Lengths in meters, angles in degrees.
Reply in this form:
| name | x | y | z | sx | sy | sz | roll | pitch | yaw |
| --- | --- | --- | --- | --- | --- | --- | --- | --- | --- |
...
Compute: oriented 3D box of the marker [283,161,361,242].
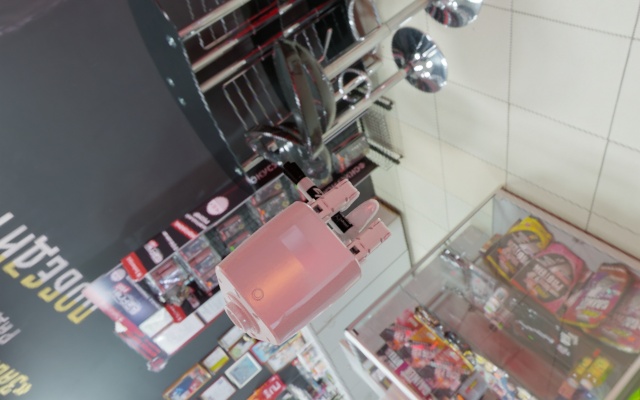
| name | x | y | z | sx | sy | sz | roll | pitch | yaw |
| --- | --- | --- | --- | --- | --- | --- | --- | --- | --- |
| marker | 0.000 | 0.002 | 0.538 | 0.020 | 0.121 | 0.020 | -41 | -10 | -9 |
